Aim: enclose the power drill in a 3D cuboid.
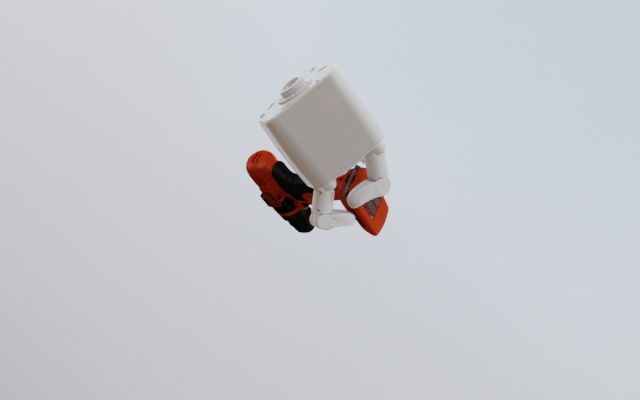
[{"bbox_3d":[0.000,0.002,0.700,0.187,0.057,0.184,7,-30,33],"label":"power drill"}]
